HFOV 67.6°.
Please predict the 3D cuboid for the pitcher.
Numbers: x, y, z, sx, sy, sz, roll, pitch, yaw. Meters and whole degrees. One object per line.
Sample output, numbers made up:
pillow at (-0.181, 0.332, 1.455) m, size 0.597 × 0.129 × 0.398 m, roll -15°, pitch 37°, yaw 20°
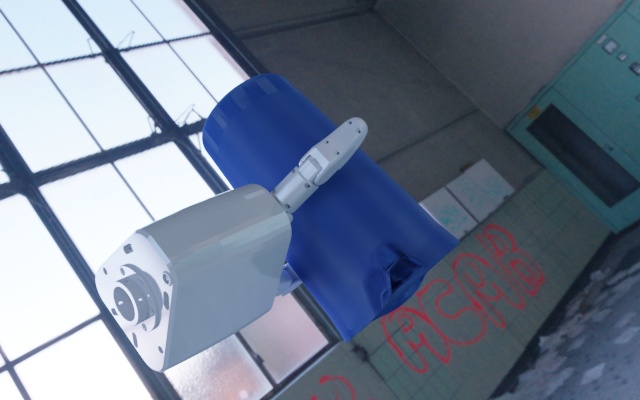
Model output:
pitcher at (0.000, 0.002, 0.459) m, size 0.145 × 0.242 × 0.149 m, roll -25°, pitch -22°, yaw -48°
